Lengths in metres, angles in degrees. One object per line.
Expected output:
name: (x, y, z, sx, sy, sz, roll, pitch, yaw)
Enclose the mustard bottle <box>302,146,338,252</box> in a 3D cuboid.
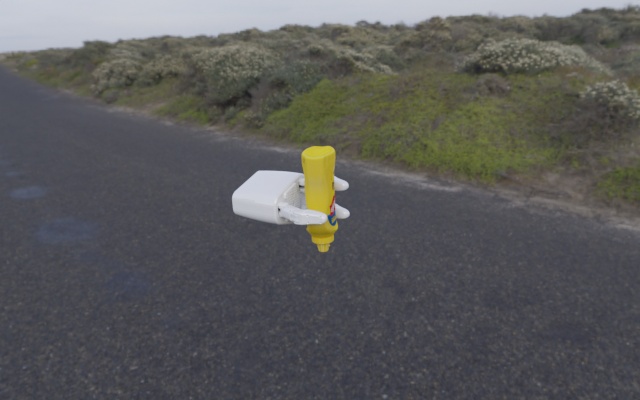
mustard bottle: (0.000, 0.003, 0.866, 0.058, 0.192, 0.096, 0, 18, 7)
